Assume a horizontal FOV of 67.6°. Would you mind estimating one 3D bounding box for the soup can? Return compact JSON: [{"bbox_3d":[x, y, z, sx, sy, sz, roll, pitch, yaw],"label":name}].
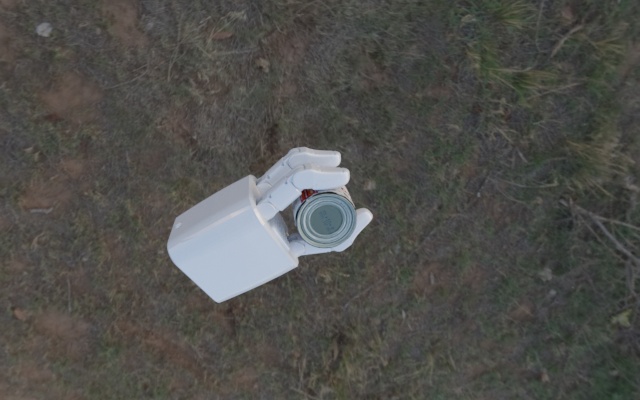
[{"bbox_3d":[0.001,0.002,0.546,0.068,0.068,0.102,0,24,-8],"label":"soup can"}]
